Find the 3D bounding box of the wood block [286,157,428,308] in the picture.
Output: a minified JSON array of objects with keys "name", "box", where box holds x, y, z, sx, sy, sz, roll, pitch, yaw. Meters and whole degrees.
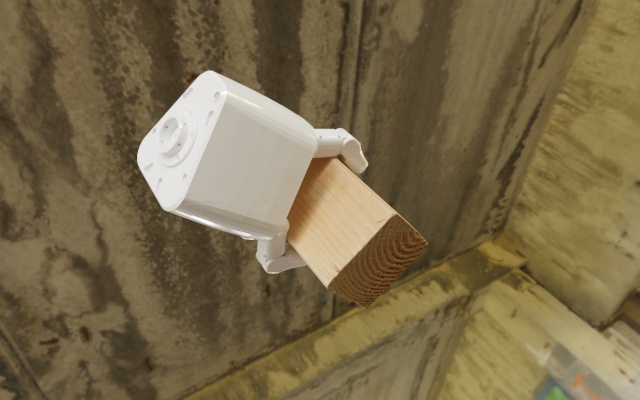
[{"name":"wood block","box":[0.000,0.001,0.501,0.206,0.091,0.090,46,5,39]}]
